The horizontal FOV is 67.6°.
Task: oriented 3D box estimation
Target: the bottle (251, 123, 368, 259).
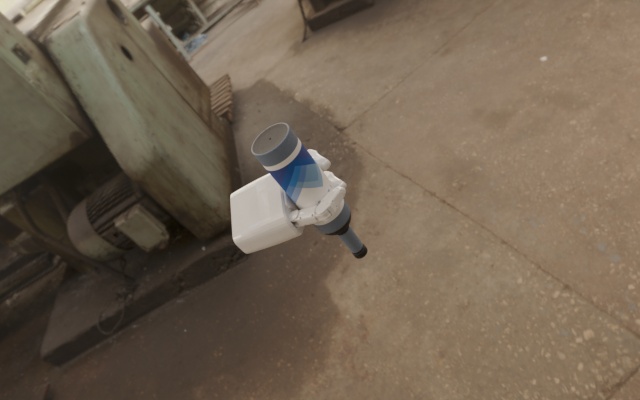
[{"bbox_3d":[0.000,0.002,0.780,0.069,0.069,0.296,0,-39,40],"label":"bottle"}]
